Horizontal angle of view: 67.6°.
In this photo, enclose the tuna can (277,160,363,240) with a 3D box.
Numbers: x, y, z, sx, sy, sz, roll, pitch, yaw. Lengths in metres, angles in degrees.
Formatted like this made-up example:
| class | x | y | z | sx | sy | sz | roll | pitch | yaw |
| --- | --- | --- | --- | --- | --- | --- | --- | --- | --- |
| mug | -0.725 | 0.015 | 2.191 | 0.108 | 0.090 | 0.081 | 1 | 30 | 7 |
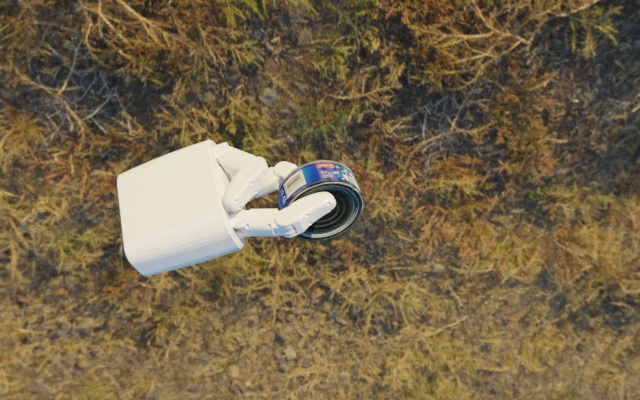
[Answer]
| class | x | y | z | sx | sy | sz | roll | pitch | yaw |
| --- | --- | --- | --- | --- | --- | --- | --- | --- | --- |
| tuna can | 0.000 | 0.002 | 0.494 | 0.086 | 0.086 | 0.033 | 0 | 43 | -19 |
